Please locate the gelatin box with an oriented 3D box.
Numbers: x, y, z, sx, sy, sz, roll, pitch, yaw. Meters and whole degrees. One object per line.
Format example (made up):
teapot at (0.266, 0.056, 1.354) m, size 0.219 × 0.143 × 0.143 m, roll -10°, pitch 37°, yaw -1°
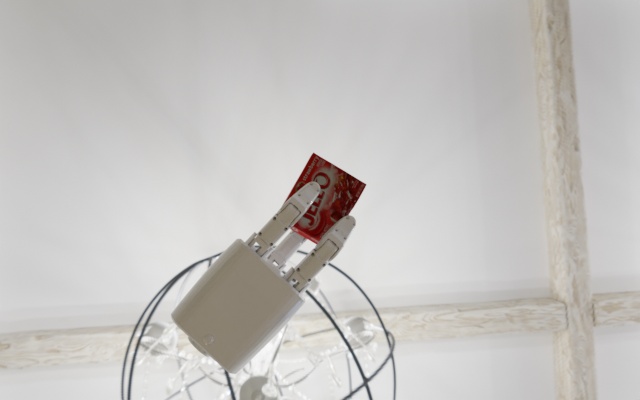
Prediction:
gelatin box at (0.000, 0.002, 0.548) m, size 0.073 × 0.089 × 0.030 m, roll 31°, pitch -16°, yaw -5°
